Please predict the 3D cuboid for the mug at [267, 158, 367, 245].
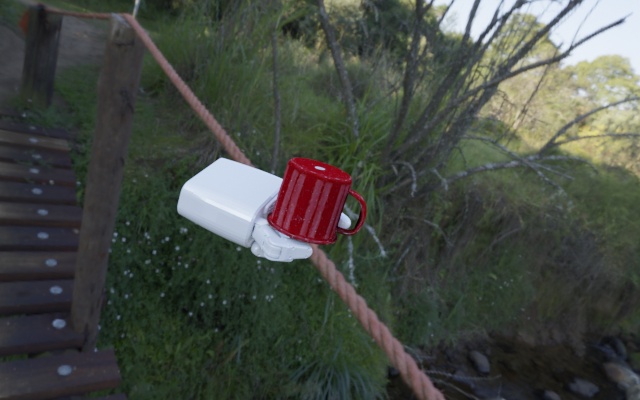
[{"bbox_3d":[0.001,0.002,0.584,0.117,0.081,0.093,21,15,12],"label":"mug"}]
